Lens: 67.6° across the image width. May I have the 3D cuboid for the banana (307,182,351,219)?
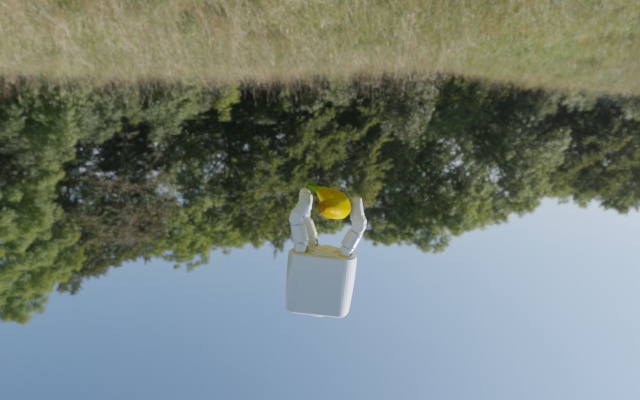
[{"bbox_3d":[0.018,0.005,0.794,0.069,0.037,0.197,10,8,-9],"label":"banana"}]
